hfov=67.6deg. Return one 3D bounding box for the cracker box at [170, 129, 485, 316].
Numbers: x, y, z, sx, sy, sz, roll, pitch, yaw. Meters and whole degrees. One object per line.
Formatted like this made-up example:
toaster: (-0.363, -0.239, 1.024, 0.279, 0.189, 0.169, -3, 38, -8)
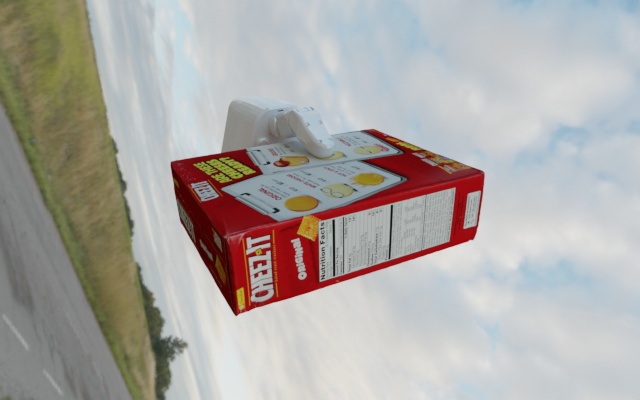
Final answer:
cracker box: (0.000, 0.001, 0.408, 0.213, 0.072, 0.164, -14, 26, -24)
